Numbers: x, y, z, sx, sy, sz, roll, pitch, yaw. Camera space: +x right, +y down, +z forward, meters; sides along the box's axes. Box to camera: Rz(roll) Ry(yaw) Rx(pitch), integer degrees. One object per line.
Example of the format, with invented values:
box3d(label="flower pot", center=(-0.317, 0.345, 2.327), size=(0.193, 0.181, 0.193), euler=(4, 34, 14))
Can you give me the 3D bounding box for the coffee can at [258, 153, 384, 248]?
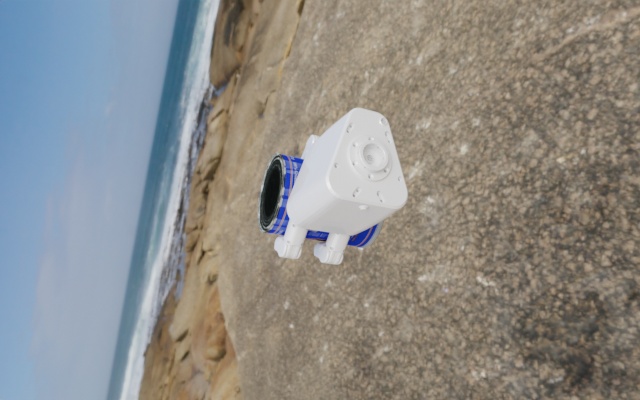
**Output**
box3d(label="coffee can", center=(0.000, 0.002, 0.621), size=(0.140, 0.103, 0.103), euler=(10, -4, -21))
